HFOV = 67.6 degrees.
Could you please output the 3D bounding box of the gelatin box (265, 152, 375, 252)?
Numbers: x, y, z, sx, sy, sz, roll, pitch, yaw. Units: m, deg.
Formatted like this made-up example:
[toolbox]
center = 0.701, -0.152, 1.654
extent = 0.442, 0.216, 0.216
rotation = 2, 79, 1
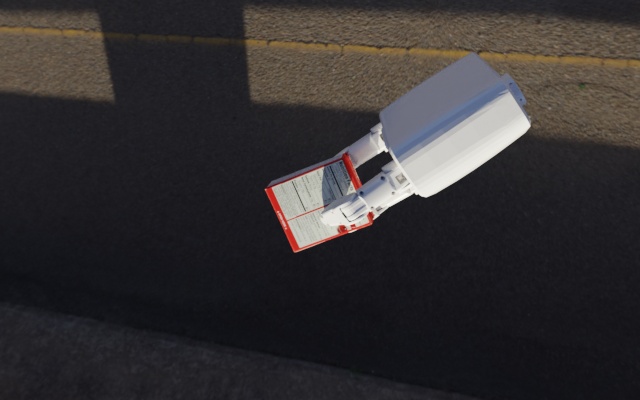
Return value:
[gelatin box]
center = 0.000, 0.002, 0.478
extent = 0.089, 0.073, 0.030
rotation = -21, 13, 12
